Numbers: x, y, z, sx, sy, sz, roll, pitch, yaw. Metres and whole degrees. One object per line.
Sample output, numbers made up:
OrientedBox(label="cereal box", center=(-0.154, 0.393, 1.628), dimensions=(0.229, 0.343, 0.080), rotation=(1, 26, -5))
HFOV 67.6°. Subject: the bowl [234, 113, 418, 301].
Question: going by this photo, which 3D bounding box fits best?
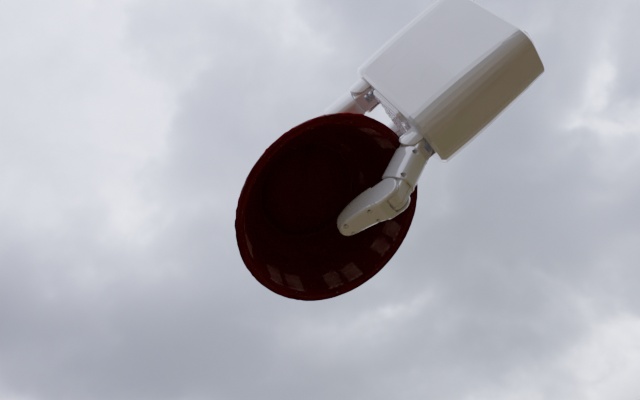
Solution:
OrientedBox(label="bowl", center=(-0.001, 0.002, 0.402), dimensions=(0.162, 0.162, 0.055), rotation=(0, 21, -27))
